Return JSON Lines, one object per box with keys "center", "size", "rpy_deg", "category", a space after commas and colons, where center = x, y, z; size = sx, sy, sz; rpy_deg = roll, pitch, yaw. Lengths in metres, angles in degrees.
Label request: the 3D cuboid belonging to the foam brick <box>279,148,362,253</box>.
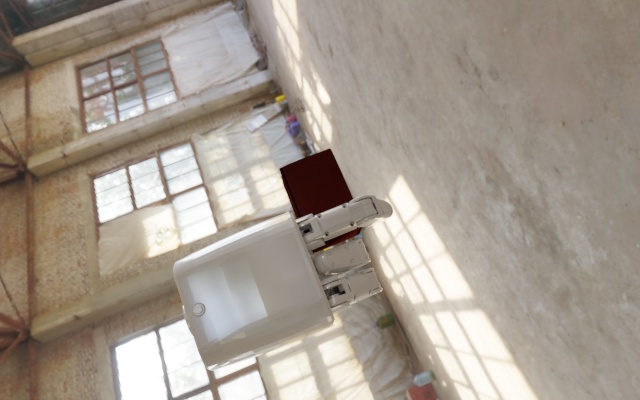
{"center": [0.000, 0.001, 0.440], "size": [0.051, 0.078, 0.053], "rpy_deg": [-22, -14, -5], "category": "foam brick"}
